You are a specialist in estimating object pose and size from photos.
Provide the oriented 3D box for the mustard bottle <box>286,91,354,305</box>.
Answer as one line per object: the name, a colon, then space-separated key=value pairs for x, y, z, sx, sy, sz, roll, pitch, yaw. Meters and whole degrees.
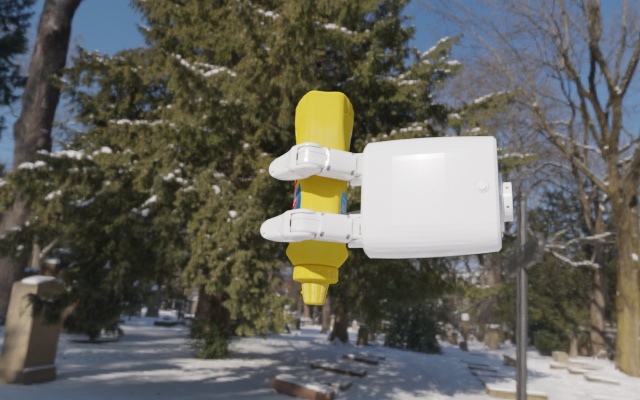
mustard bottle: x=0.000 y=0.001 z=0.456 sx=0.058 sy=0.191 sz=0.096 roll=4 pitch=-15 yaw=-3
